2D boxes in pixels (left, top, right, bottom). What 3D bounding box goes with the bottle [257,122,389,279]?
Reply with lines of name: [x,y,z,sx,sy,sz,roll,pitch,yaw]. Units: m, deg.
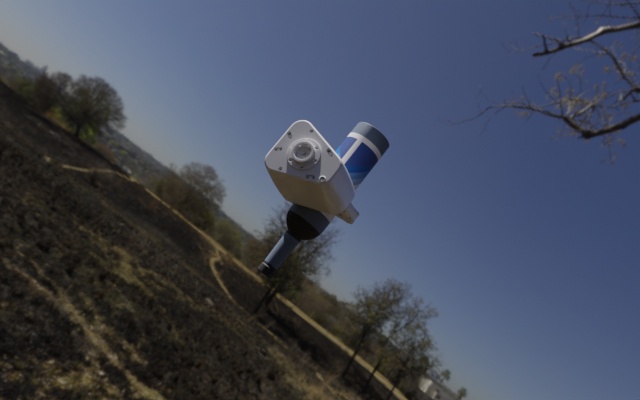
bottle: [0.000,0.002,0.781,0.069,0.295,0.069,37,-11,8]
